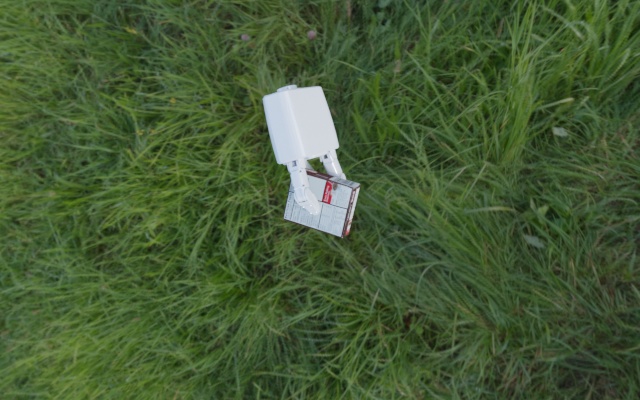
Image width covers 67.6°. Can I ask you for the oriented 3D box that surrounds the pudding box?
[{"bbox_3d":[0.000,0.003,0.790,0.113,0.090,0.039,17,17,18],"label":"pudding box"}]
